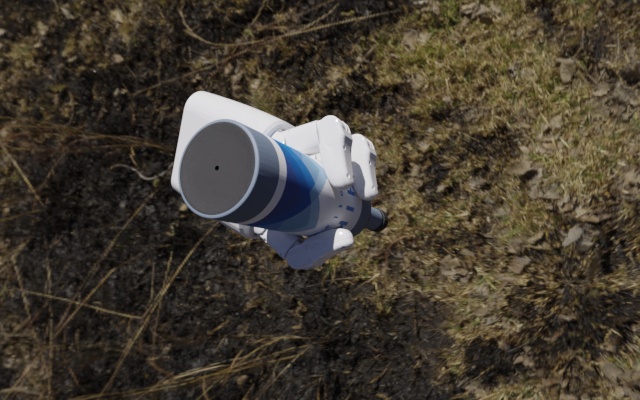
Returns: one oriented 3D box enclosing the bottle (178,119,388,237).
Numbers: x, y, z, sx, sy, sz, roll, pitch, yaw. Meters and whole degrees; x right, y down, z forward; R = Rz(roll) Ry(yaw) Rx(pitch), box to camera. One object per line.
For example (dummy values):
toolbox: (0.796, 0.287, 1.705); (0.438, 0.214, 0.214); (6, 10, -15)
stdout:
bottle: (0.000, 0.001, 0.437); (0.069, 0.069, 0.296); (0, -9, 28)
